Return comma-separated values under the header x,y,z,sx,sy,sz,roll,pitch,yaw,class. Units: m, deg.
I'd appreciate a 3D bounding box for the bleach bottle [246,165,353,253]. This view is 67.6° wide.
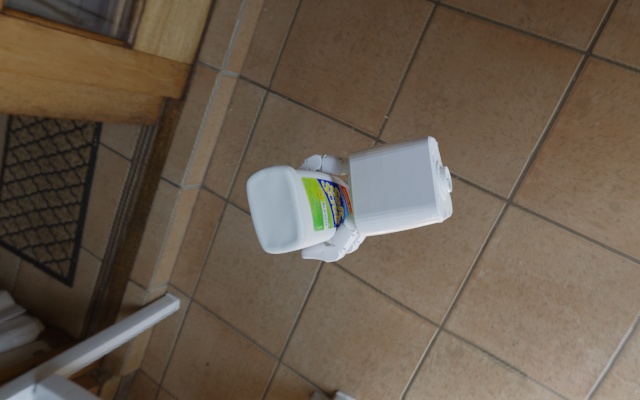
x,y,z,sx,sy,sz,roll,pitch,yaw,class
0.000,0.002,0.643,0.068,0.102,0.251,-13,-1,25,bleach bottle
